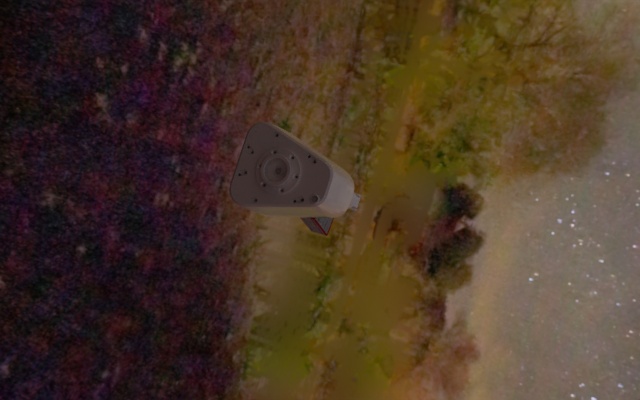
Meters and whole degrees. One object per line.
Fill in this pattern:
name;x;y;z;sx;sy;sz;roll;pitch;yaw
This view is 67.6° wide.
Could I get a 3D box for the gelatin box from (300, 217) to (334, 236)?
gelatin box;0.001;0.002;0.675;0.030;0.073;0.089;15;-15;19
